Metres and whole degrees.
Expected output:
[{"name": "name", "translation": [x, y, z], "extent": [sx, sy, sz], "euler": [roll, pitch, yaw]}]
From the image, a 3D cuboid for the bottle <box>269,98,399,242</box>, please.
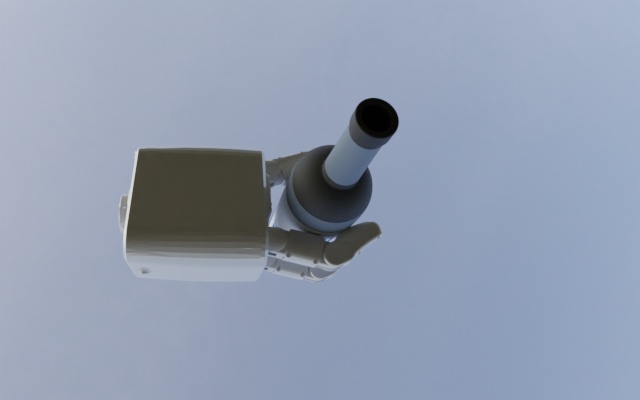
[{"name": "bottle", "translation": [0.000, 0.001, 0.413], "extent": [0.069, 0.069, 0.296], "euler": [0, -20, -14]}]
